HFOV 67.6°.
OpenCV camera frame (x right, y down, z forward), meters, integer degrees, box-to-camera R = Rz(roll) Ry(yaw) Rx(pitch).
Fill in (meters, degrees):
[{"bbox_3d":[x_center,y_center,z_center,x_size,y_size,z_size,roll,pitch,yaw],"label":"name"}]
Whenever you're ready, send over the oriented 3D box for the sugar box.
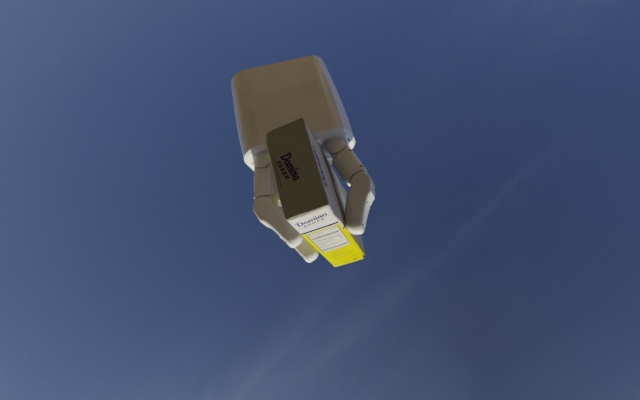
[{"bbox_3d":[0.000,0.002,0.488,0.048,0.093,0.176,-21,-25,10],"label":"sugar box"}]
